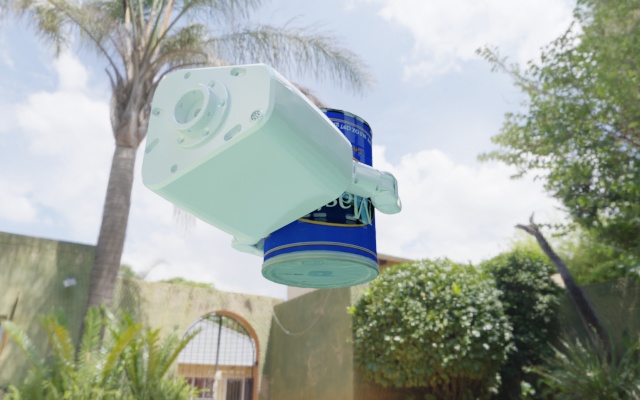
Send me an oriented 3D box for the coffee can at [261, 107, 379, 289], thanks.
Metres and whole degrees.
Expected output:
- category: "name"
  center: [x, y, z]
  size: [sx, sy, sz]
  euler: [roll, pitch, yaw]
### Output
- category: "coffee can"
  center: [0.000, 0.002, 0.443]
  size: [0.103, 0.140, 0.103]
  euler: [0, -23, 0]
